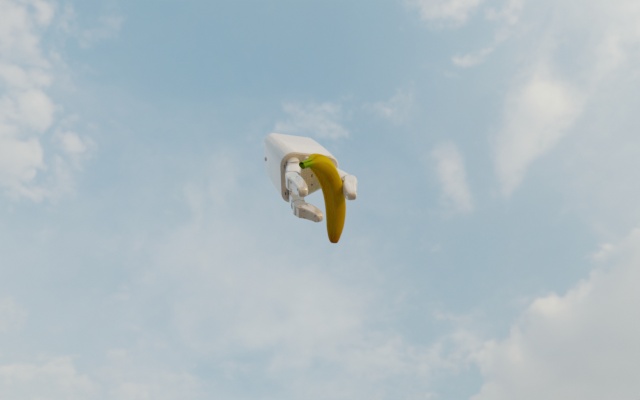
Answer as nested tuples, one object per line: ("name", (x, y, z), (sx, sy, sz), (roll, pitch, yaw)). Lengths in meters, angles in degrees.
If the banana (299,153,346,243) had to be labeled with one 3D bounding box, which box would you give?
("banana", (0.011, -0.012, 0.803), (0.037, 0.198, 0.069), (24, 60, 40))
